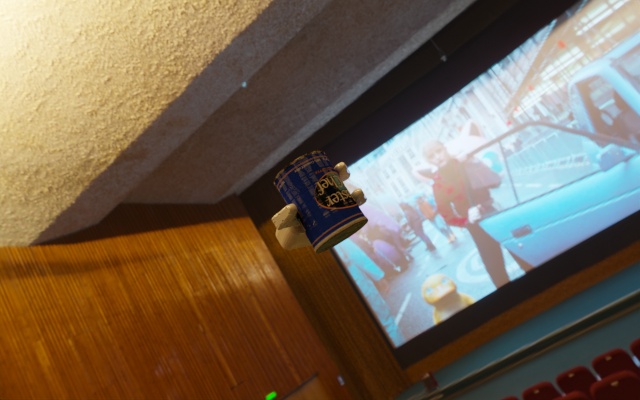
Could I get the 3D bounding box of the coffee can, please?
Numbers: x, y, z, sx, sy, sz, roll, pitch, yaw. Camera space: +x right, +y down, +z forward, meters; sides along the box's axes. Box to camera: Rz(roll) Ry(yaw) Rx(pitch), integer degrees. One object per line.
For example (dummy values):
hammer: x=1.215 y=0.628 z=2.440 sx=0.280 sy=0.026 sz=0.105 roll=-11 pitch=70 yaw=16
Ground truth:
coffee can: x=0.000 y=0.003 z=0.802 sx=0.103 sy=0.140 sz=0.103 roll=-30 pitch=-13 yaw=-8
